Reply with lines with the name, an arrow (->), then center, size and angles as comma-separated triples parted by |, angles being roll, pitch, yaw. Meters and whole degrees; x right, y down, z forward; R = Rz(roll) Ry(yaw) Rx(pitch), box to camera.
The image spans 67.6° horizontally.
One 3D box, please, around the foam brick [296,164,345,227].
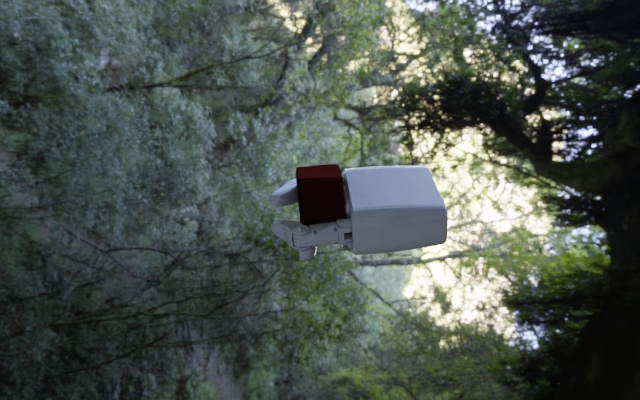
foam brick -> 0.000, 0.002, 0.554 | 0.051, 0.078, 0.053 | -5, 22, -2
